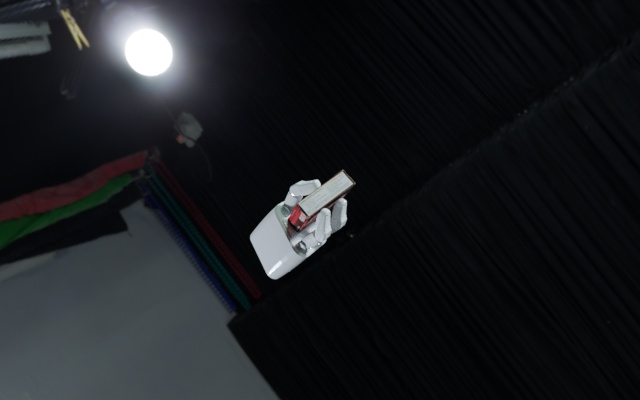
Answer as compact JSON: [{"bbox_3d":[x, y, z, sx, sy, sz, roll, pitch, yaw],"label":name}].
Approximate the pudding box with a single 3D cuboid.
[{"bbox_3d":[0.000,0.003,0.854,0.113,0.039,0.090,-39,-6,-23],"label":"pudding box"}]
